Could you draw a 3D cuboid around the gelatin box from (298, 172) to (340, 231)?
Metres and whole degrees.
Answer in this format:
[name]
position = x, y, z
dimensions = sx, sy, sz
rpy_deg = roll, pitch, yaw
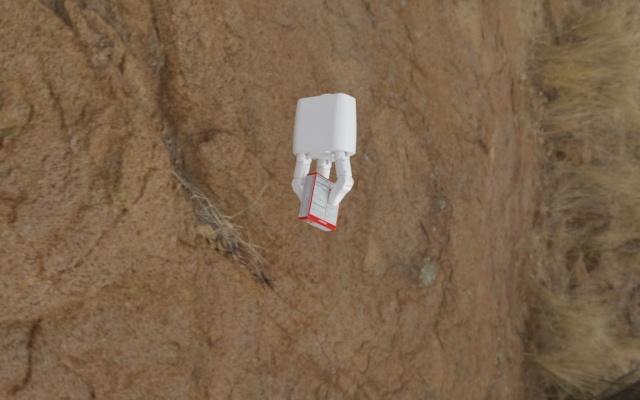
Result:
[gelatin box]
position = 0.000, 0.003, 0.866
dimensions = 0.030, 0.089, 0.073
rpy_deg = -10, -27, 43
